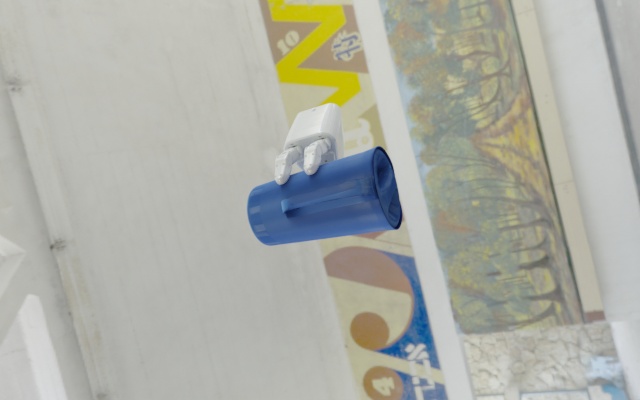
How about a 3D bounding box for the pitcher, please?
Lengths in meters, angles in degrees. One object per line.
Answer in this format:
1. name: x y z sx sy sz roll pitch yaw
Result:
1. pitcher: 0.000 0.002 0.778 0.243 0.145 0.149 -13 -50 23
